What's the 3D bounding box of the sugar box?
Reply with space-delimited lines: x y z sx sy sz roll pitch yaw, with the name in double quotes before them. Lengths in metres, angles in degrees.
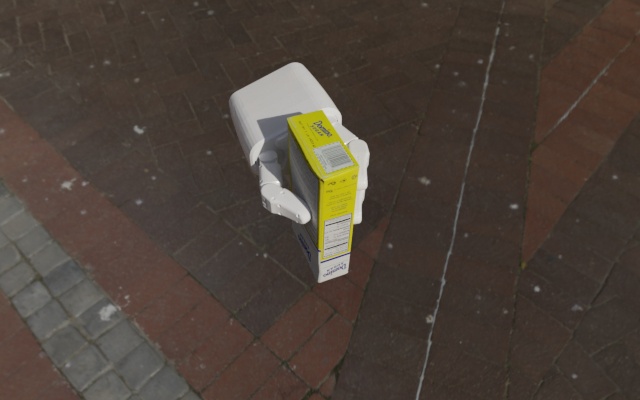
"sugar box" 0.001 0.001 0.518 0.048 0.093 0.176 -18 -38 -13
